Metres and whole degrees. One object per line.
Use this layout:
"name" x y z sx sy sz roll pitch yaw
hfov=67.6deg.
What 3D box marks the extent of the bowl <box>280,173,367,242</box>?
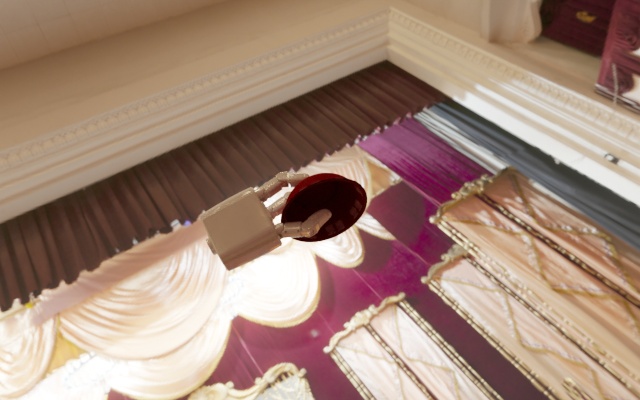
"bowl" 0.001 0.002 0.857 0.162 0.055 0.162 -13 -41 -12
